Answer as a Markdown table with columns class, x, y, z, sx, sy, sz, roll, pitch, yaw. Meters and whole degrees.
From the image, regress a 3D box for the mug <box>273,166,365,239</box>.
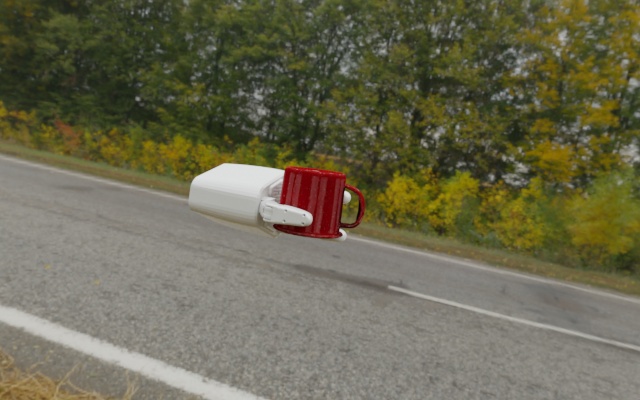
| class | x | y | z | sx | sy | sz | roll | pitch | yaw |
| --- | --- | --- | --- | --- | --- | --- | --- | --- | --- |
| mug | 0.001 | 0.002 | 0.619 | 0.117 | 0.081 | 0.093 | 9 | 6 | 15 |
